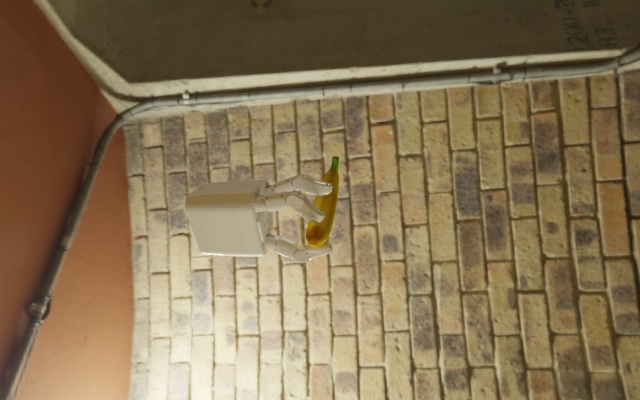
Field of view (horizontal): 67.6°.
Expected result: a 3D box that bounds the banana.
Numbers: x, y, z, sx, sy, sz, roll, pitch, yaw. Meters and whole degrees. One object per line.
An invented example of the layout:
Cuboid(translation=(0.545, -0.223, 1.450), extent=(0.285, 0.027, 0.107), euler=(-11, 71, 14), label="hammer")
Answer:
Cuboid(translation=(0.003, 0.014, 0.751), extent=(0.037, 0.070, 0.197), euler=(2, 42, 10), label="banana")
